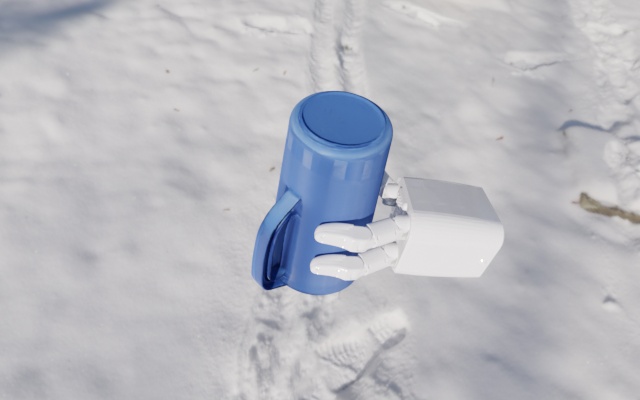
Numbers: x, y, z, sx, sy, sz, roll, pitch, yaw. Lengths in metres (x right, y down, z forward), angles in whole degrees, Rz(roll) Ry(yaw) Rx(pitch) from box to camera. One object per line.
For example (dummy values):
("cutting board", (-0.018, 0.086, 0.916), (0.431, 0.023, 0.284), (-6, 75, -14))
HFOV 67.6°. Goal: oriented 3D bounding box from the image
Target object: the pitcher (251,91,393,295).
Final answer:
("pitcher", (0.000, 0.002, 0.564), (0.145, 0.149, 0.243), (6, -42, -4))
